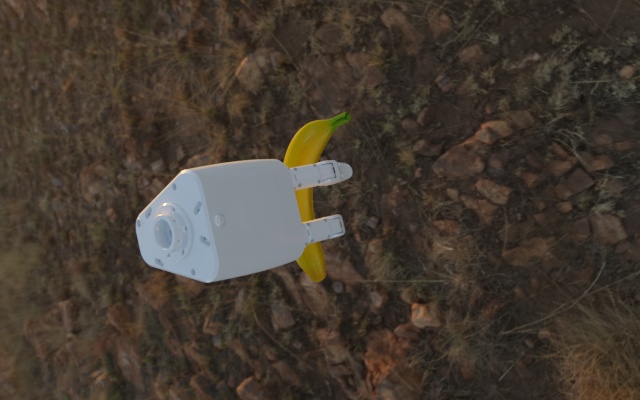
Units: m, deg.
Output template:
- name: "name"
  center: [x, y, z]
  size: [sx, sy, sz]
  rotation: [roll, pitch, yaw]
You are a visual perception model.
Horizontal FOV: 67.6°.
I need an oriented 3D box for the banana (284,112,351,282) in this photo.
- name: "banana"
  center: [-0.015, -0.006, 0.546]
  size: [0.069, 0.198, 0.037]
  rotation: [15, 14, 30]
